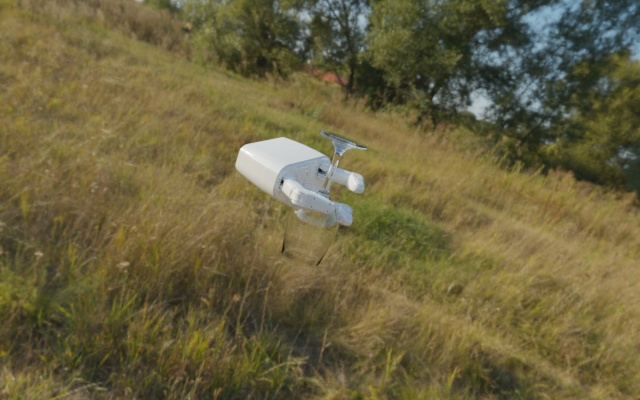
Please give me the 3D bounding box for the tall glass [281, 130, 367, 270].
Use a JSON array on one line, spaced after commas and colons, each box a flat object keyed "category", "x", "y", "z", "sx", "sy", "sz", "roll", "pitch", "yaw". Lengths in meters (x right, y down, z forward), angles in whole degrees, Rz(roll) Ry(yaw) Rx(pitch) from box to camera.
[{"category": "tall glass", "x": 0.000, "y": 0.002, "z": 0.713, "sx": 0.079, "sy": 0.201, "sz": 0.079, "roll": 18, "pitch": 15, "yaw": -5}]
